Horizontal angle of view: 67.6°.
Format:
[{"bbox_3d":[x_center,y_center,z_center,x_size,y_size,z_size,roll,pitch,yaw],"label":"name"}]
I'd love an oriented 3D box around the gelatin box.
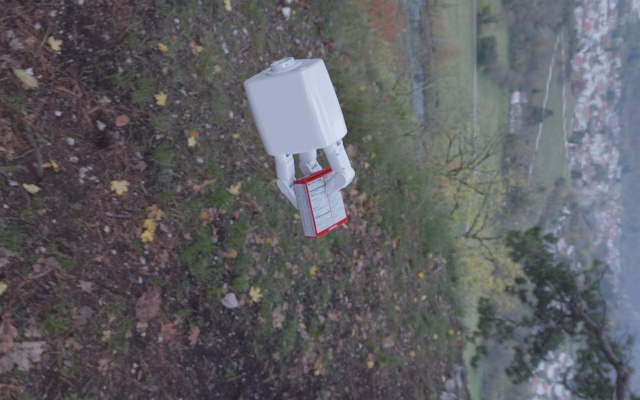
[{"bbox_3d":[0.001,0.003,0.715,0.030,0.089,0.073,0,19,42],"label":"gelatin box"}]
